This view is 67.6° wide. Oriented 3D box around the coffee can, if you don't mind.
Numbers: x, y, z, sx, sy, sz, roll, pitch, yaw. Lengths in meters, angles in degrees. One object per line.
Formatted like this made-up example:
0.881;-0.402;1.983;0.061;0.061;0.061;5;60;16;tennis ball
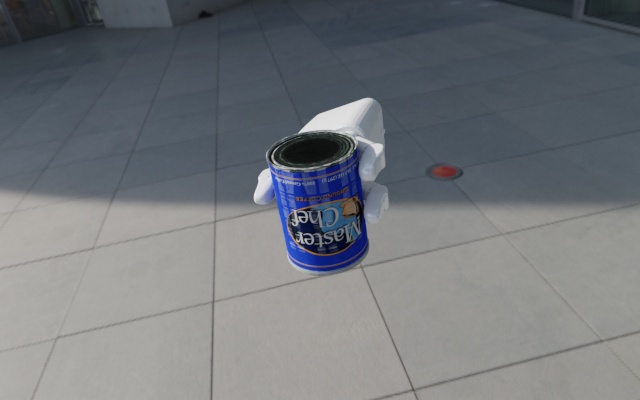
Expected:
0.000;0.002;0.559;0.103;0.140;0.102;-7;30;4;coffee can
